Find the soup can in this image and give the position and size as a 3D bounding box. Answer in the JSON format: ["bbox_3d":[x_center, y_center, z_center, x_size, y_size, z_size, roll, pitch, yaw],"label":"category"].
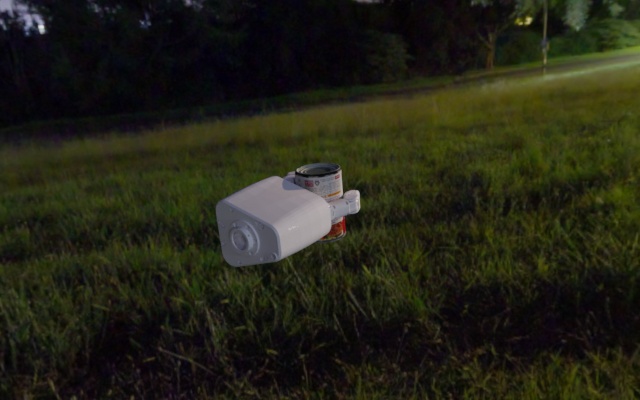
[{"bbox_3d":[0.000,0.002,0.696,0.068,0.102,0.068,-4,18,1],"label":"soup can"}]
